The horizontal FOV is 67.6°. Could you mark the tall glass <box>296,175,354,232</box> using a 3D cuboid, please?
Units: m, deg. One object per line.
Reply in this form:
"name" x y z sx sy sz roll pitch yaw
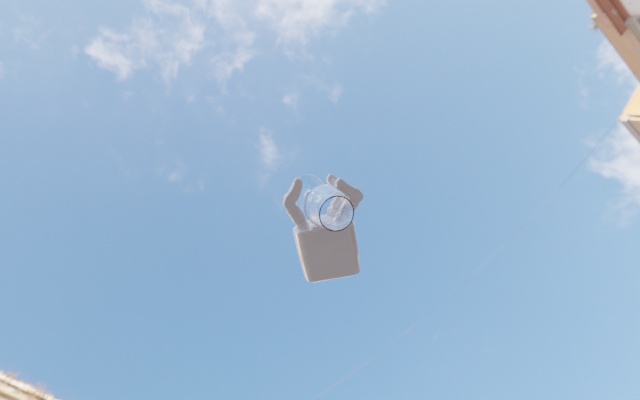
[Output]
"tall glass" 0.000 0.003 0.884 0.079 0.079 0.201 0 11 -16
